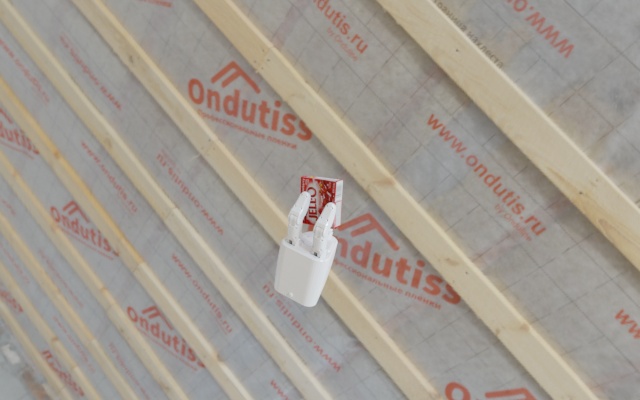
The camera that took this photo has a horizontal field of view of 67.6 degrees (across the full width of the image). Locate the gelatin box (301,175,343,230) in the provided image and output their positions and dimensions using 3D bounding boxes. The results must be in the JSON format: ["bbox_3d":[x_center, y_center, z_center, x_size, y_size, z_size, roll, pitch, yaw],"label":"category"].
[{"bbox_3d":[0.000,0.002,0.863,0.073,0.089,0.030,10,14,28],"label":"gelatin box"}]
